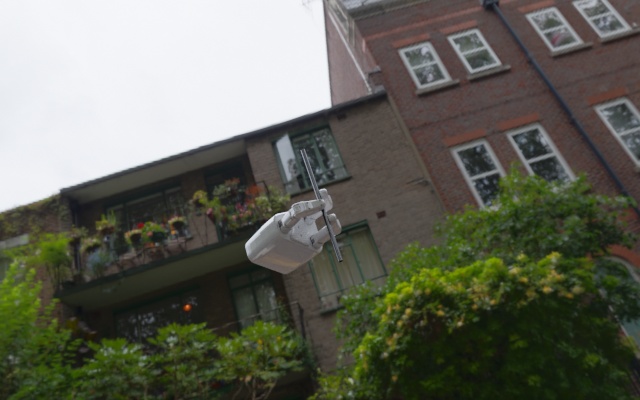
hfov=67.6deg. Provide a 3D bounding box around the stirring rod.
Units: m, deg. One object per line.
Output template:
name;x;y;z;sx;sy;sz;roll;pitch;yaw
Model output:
stirring rod;0.000;0.003;0.869;0.011;0.239;0.011;-15;-28;-8
